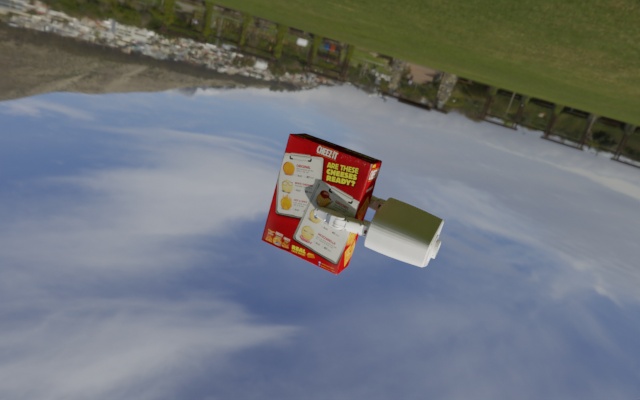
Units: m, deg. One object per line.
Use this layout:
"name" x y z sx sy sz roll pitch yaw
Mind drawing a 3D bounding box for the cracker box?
"cracker box" 0.000 0.003 0.872 0.164 0.214 0.072 22 17 19
